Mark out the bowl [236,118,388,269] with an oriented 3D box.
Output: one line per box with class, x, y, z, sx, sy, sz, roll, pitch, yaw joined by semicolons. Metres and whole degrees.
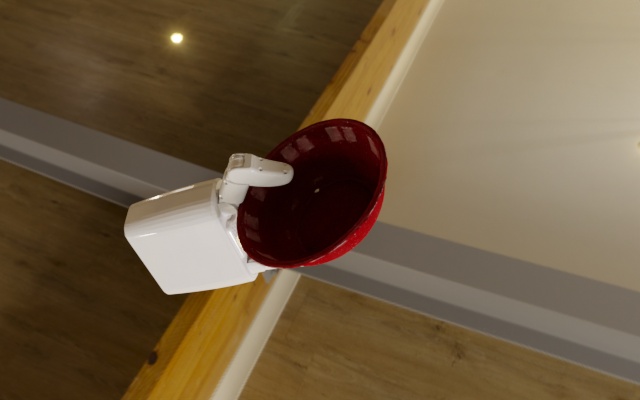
bowl;0.001;0.002;0.451;0.162;0.162;0.055;0;-32;38
